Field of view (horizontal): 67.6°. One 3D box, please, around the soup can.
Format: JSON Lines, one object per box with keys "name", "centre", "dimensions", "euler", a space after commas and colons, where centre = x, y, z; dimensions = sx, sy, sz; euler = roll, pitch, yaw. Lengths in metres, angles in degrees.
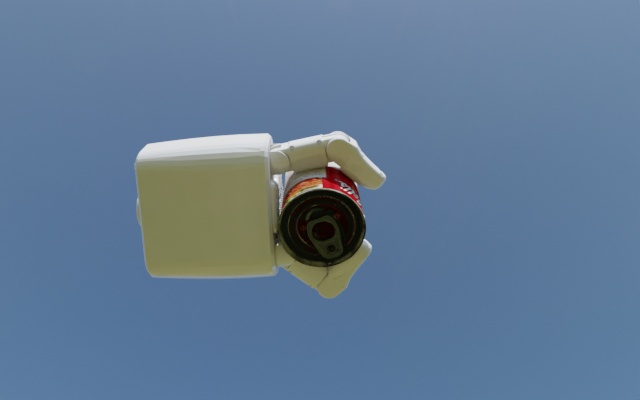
{"name": "soup can", "centre": [0.001, 0.001, 0.408], "dimensions": [0.068, 0.068, 0.102], "euler": [0, 25, -1]}
